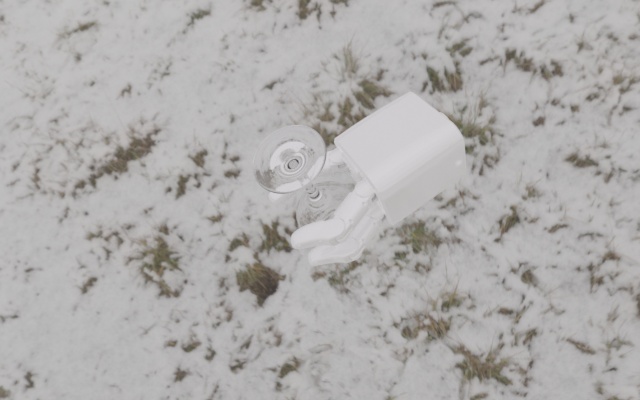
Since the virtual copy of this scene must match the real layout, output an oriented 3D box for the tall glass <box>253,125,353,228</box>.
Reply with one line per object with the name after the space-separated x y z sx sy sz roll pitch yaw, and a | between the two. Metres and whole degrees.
0.000 0.001 0.533 0.079 0.079 0.201 0 -25 19 | tall glass
